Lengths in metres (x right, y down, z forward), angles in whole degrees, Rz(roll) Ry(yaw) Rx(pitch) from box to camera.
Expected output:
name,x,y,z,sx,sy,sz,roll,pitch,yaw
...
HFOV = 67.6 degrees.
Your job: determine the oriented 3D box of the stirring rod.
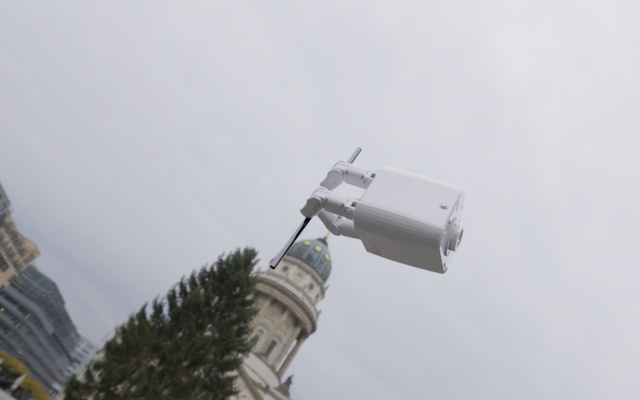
name,x,y,z,sx,sy,sz,roll,pitch,yaw
stirring rod,0.000,0.002,0.650,0.011,0.011,0.239,0,41,41
